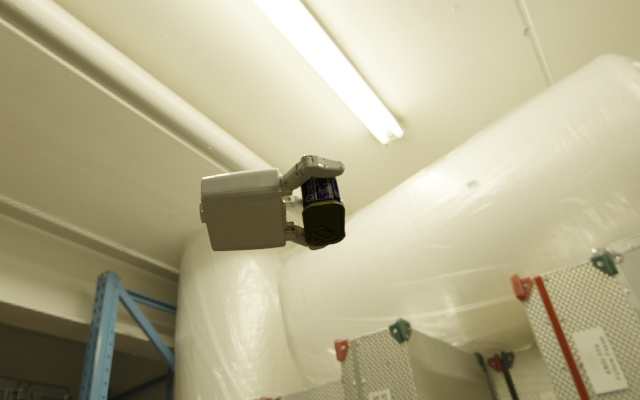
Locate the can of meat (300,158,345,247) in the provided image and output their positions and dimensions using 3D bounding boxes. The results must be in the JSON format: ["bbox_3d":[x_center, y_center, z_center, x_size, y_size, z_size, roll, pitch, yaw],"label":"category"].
[{"bbox_3d":[0.000,0.002,0.671,0.057,0.084,0.102,-8,-36,-2],"label":"can of meat"}]
